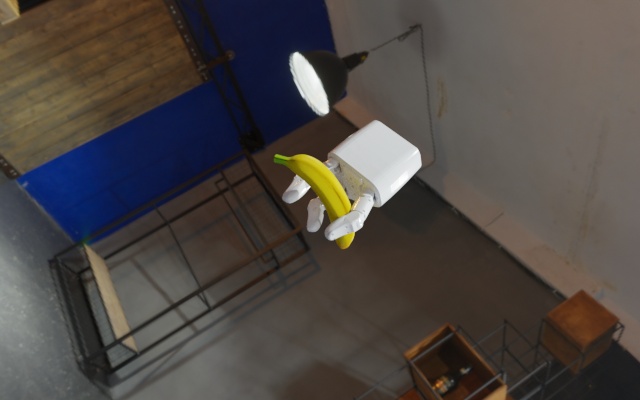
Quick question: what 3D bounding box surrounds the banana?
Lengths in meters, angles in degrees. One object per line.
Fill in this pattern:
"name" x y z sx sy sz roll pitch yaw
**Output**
"banana" 0.011 -0.001 0.720 0.069 0.198 0.037 -2 40 48
